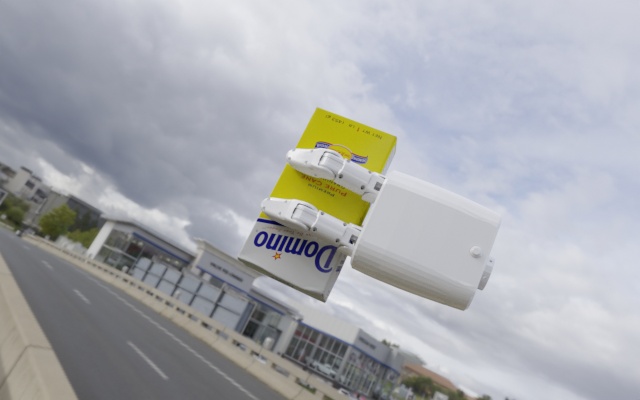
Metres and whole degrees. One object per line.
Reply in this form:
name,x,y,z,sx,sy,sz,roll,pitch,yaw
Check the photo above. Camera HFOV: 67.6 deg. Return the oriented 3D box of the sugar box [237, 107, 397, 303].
sugar box,0.000,0.001,0.477,0.093,0.176,0.048,22,-17,13
